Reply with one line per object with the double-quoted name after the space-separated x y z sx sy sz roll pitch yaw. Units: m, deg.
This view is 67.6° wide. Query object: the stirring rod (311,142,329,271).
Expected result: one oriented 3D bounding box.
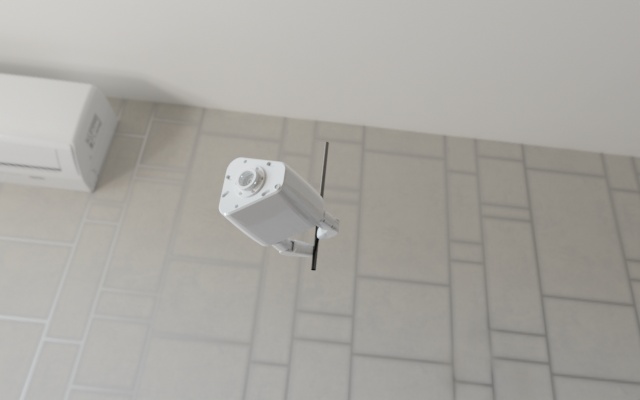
0.000 0.003 0.805 0.011 0.239 0.011 5 -27 2 "stirring rod"
